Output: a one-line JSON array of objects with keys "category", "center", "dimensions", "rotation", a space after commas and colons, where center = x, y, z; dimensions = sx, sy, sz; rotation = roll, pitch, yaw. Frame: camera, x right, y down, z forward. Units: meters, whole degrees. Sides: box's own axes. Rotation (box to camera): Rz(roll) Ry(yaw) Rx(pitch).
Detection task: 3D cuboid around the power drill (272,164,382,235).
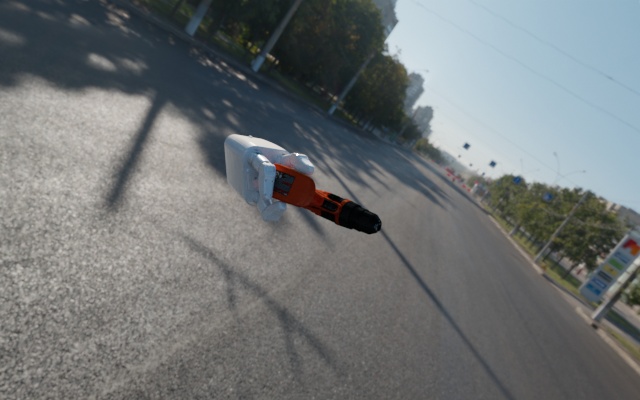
[{"category": "power drill", "center": [0.000, 0.003, 0.847], "dimensions": [0.184, 0.057, 0.188], "rotation": [20, -5, 36]}]
